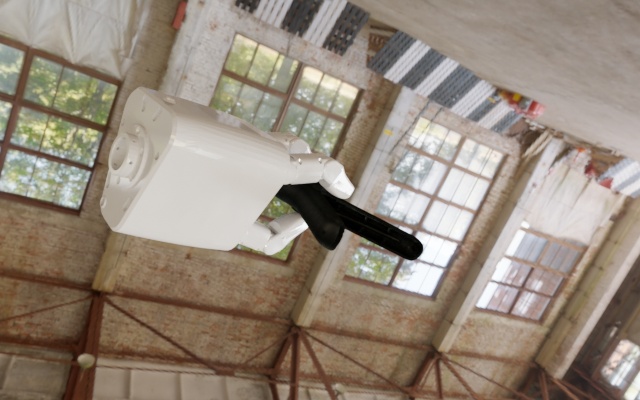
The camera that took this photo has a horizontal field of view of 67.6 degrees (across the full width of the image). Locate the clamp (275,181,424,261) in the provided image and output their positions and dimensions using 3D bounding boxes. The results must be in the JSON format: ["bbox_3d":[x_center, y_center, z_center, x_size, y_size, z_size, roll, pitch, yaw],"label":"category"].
[{"bbox_3d":[-0.001,0.002,0.491,0.164,0.036,0.210,19,12,-47],"label":"clamp"}]
